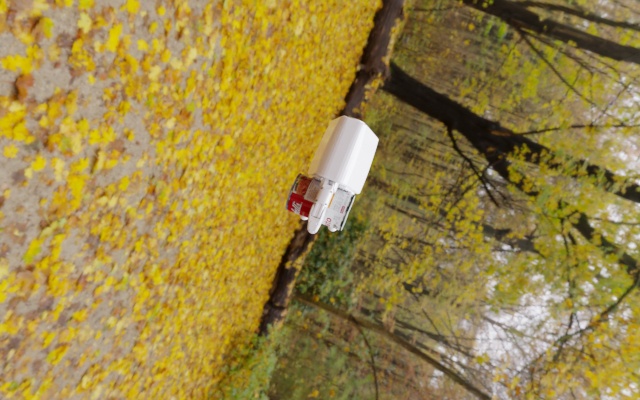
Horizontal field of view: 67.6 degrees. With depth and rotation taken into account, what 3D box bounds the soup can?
[{"bbox_3d":[0.000,0.003,0.814,0.102,0.068,0.068,22,2,5],"label":"soup can"}]
